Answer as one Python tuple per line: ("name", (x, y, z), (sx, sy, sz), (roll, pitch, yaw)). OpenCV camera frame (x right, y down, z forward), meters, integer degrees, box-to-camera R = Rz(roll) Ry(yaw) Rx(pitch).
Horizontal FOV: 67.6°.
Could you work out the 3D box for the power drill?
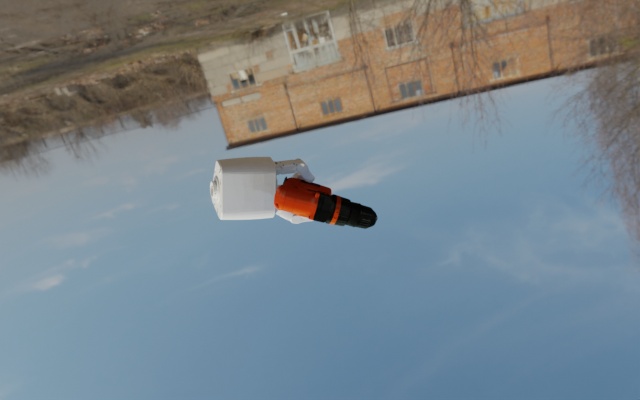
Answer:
("power drill", (0.000, 0.003, 0.894), (0.184, 0.057, 0.187), (16, 4, -11))
